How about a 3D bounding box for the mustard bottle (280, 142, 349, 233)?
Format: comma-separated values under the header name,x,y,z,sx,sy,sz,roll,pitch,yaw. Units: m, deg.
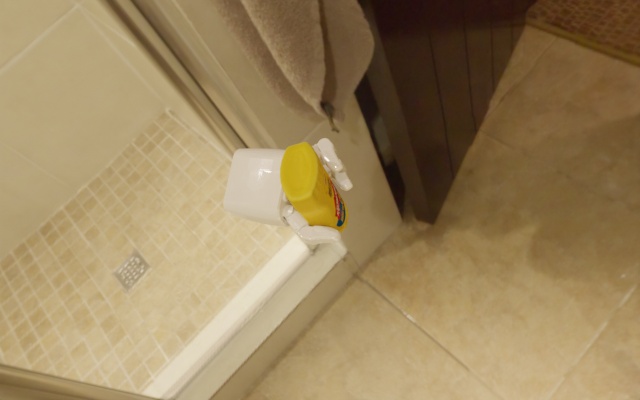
name,x,y,z,sx,sy,sz,roll,pitch,yaw
mustard bottle,0.000,0.002,0.724,0.058,0.096,0.192,-15,-33,13
